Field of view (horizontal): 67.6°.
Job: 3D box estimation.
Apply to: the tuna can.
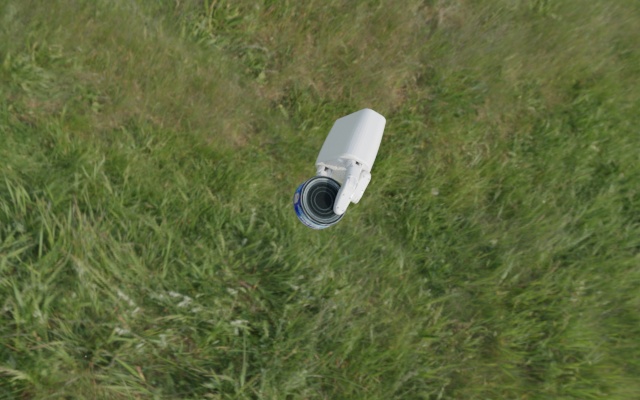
[{"bbox_3d":[0.000,0.003,0.788,0.086,0.086,0.034,0,-11,-23],"label":"tuna can"}]
